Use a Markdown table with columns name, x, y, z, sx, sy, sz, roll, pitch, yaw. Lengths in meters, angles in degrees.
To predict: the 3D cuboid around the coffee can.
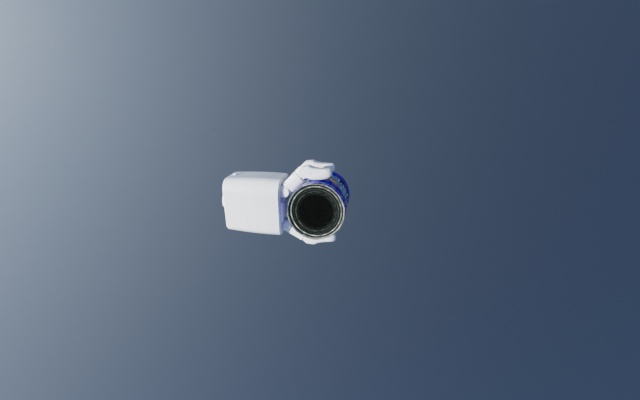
| name | x | y | z | sx | sy | sz | roll | pitch | yaw |
| --- | --- | --- | --- | --- | --- | --- | --- | --- | --- |
| coffee can | 0.000 | 0.003 | 0.897 | 0.103 | 0.103 | 0.140 | 0 | 14 | 7 |
